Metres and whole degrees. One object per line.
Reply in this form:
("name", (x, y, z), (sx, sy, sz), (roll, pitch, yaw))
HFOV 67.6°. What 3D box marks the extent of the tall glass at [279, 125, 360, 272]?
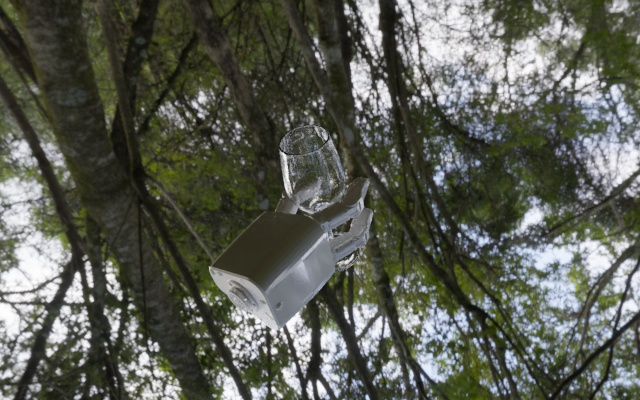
("tall glass", (0.000, 0.002, 0.624), (0.079, 0.201, 0.079), (-9, 40, 7))
